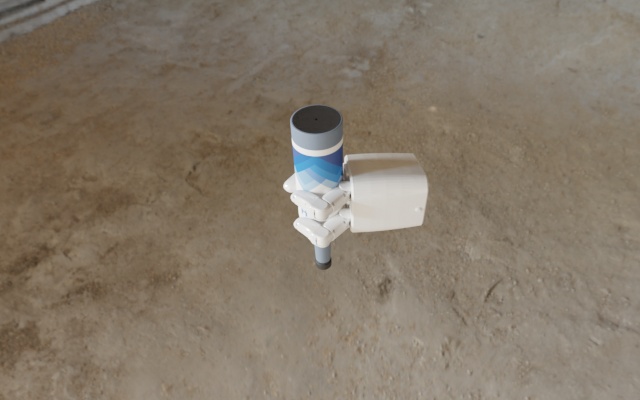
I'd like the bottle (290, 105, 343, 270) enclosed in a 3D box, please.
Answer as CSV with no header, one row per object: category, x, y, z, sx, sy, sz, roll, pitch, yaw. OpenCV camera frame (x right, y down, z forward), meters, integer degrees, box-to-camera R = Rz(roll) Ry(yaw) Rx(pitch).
bottle,0.000,0.002,0.703,0.069,0.296,0.069,-1,45,1
